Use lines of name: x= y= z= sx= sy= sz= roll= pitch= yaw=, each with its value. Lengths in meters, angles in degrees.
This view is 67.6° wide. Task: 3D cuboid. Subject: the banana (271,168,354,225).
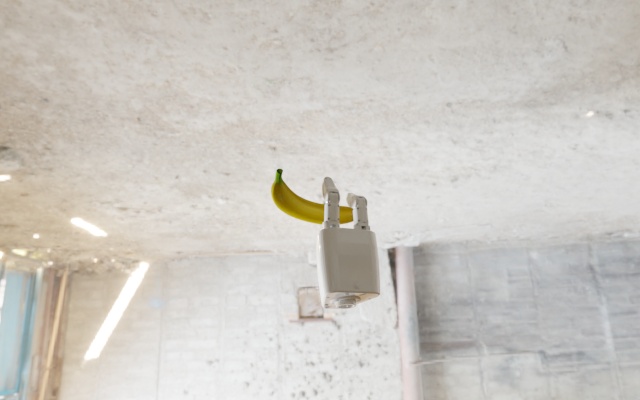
banana: x=-0.015 y=0.010 z=0.823 sx=0.198 sy=0.037 sz=0.070 roll=25 pitch=-45 yaw=-36
